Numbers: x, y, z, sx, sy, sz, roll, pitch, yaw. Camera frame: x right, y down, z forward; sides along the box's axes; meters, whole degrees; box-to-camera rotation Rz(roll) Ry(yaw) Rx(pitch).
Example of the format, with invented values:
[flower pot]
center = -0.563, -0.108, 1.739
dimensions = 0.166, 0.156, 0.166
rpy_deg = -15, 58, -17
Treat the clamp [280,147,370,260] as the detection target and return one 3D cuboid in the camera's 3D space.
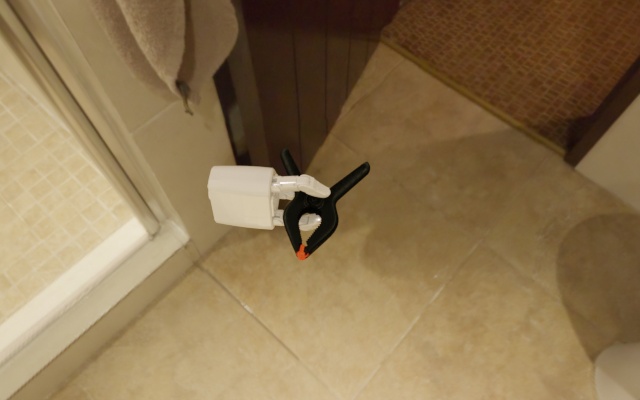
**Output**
[clamp]
center = 0.000, 0.003, 0.824
dimensions = 0.164, 0.209, 0.036
rpy_deg = 4, -28, 4
